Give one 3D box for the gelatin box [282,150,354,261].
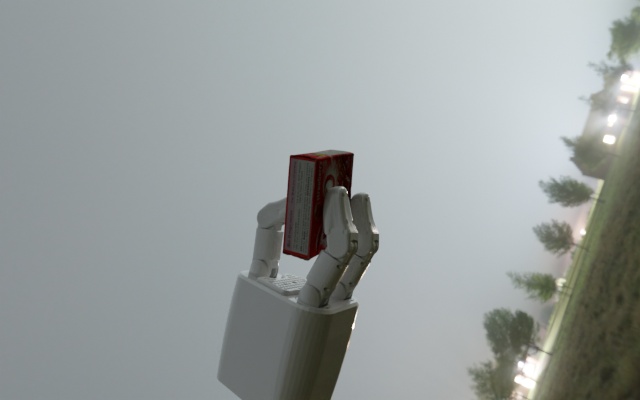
[{"bbox_3d":[0.000,0.001,0.427,0.030,0.089,0.073,11,14,27],"label":"gelatin box"}]
